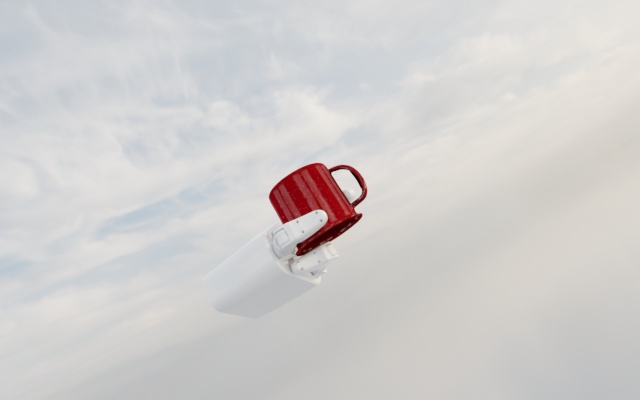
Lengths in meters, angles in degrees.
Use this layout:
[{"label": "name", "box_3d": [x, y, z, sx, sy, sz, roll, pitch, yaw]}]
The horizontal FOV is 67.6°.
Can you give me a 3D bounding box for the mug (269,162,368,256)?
[{"label": "mug", "box_3d": [0.001, 0.001, 0.571, 0.117, 0.081, 0.093, -35, -13, 12]}]
